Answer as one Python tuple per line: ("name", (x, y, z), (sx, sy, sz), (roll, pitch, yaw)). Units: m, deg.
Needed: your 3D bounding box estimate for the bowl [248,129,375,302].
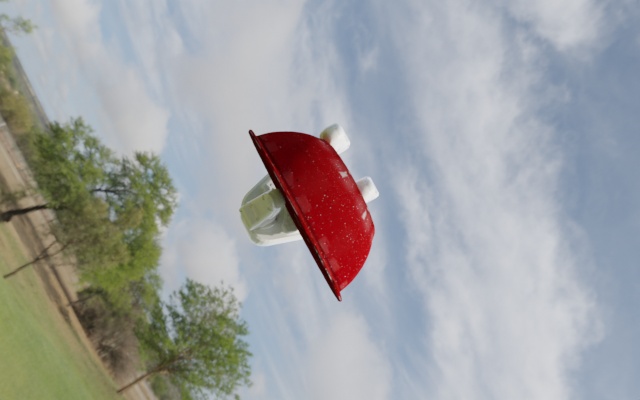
("bowl", (0.001, 0.001, 0.404), (0.055, 0.162, 0.162), (-28, 2, -5))
